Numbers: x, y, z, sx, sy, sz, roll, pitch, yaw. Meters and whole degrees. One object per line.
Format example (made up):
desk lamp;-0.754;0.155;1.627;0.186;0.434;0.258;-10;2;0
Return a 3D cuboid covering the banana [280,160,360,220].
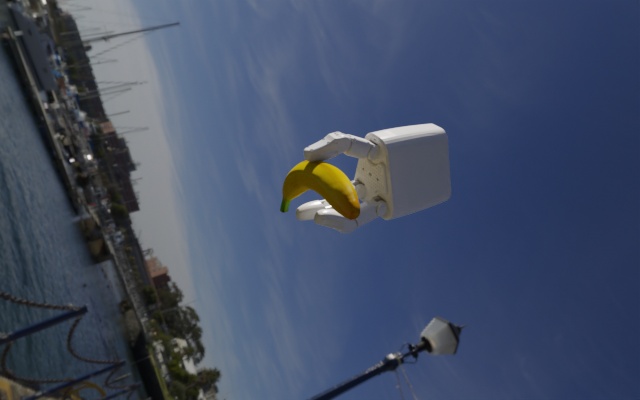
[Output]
banana;-0.004;-0.017;0.590;0.037;0.069;0.198;-10;5;-25
